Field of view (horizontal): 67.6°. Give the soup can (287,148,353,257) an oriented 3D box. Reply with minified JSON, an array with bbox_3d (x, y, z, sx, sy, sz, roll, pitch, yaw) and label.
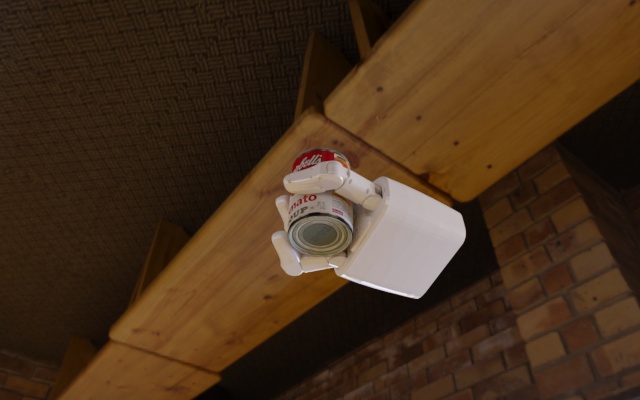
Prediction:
[{"bbox_3d":[0.000,0.002,0.514,0.068,0.102,0.069,1,-45,1],"label":"soup can"}]
